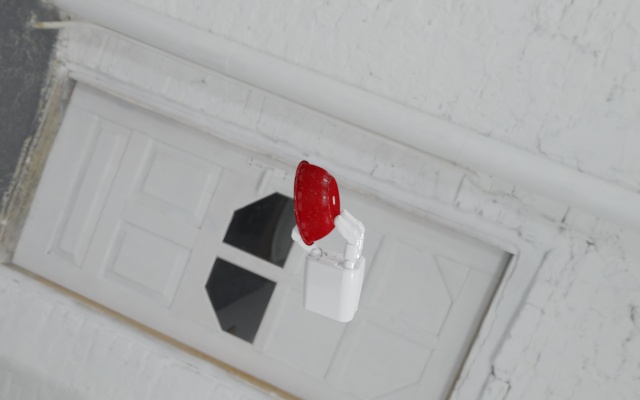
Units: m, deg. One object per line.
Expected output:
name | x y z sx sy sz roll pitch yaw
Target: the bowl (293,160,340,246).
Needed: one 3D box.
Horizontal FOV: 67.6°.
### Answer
bowl | 0.000 0.002 0.884 0.055 0.162 0.162 -4 -1 15
